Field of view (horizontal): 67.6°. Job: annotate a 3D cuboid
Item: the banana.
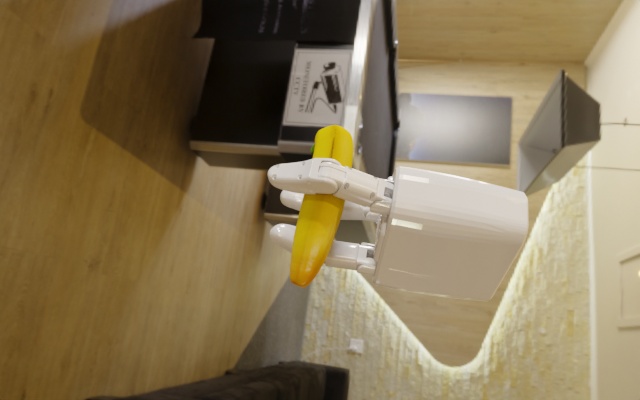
[{"bbox_3d":[0.005,-0.014,0.427,0.037,0.070,0.197,15,39,-4],"label":"banana"}]
